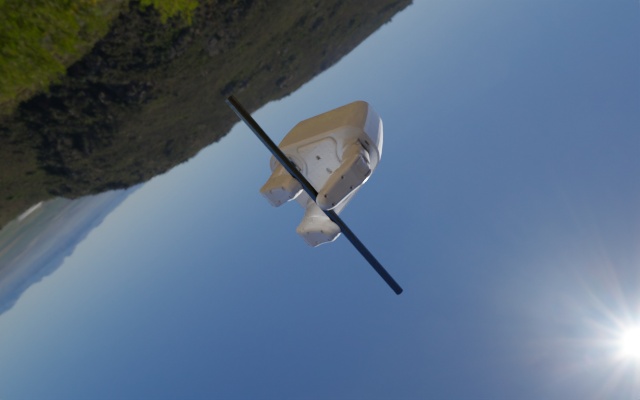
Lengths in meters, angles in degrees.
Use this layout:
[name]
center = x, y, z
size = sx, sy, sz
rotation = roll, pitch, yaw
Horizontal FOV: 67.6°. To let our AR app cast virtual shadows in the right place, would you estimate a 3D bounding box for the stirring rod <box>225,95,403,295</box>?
[stirring rod]
center = 0.000, 0.001, 0.430
size = 0.011, 0.239, 0.011
rotation = -38, 16, 13
